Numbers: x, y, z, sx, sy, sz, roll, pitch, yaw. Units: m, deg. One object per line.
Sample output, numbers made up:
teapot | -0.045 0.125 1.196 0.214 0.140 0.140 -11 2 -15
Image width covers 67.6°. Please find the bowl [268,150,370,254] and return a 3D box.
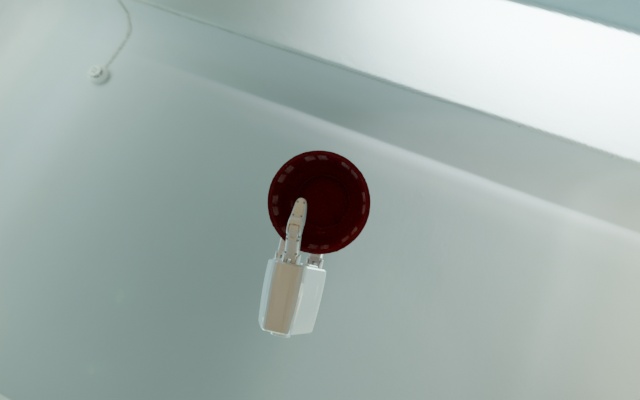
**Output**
bowl | 0.001 0.001 0.762 0.162 0.162 0.055 0 2 9
